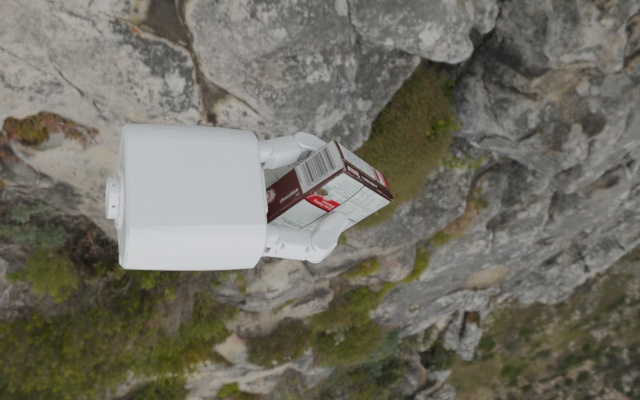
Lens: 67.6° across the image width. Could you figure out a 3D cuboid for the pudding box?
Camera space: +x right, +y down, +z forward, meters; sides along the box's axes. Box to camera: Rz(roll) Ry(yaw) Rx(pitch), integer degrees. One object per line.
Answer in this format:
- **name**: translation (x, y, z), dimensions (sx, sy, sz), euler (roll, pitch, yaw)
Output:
- **pudding box**: translation (0.000, 0.002, 0.463), dimensions (0.113, 0.039, 0.090), euler (-33, -35, 24)
